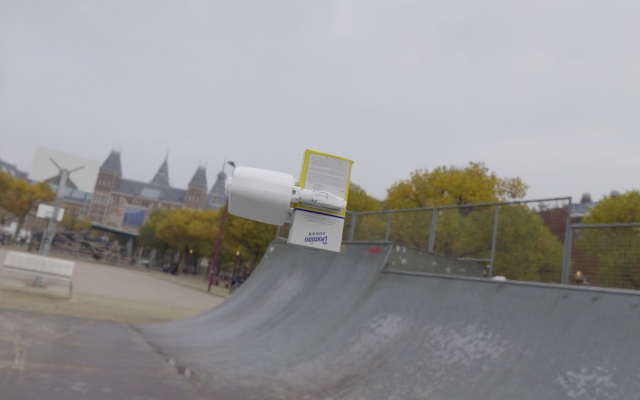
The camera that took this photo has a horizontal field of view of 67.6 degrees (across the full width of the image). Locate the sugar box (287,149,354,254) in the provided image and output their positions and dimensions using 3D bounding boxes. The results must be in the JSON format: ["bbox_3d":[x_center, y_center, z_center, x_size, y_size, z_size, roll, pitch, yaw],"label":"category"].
[{"bbox_3d":[0.000,0.003,0.872,0.093,0.176,0.048,12,-10,-10],"label":"sugar box"}]
